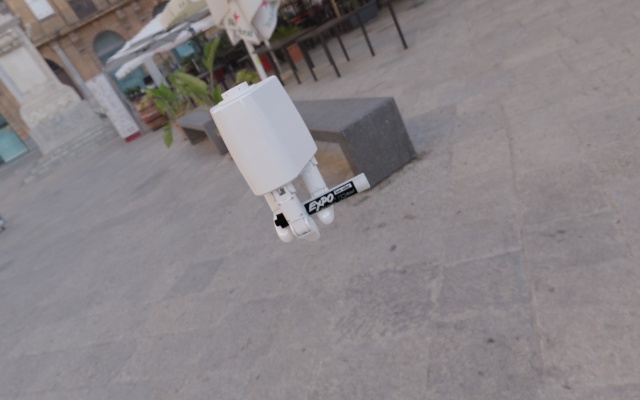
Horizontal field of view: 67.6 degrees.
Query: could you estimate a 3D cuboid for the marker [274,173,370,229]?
[{"bbox_3d":[0.000,0.002,0.564,0.121,0.020,0.020,-26,-4,9],"label":"marker"}]
